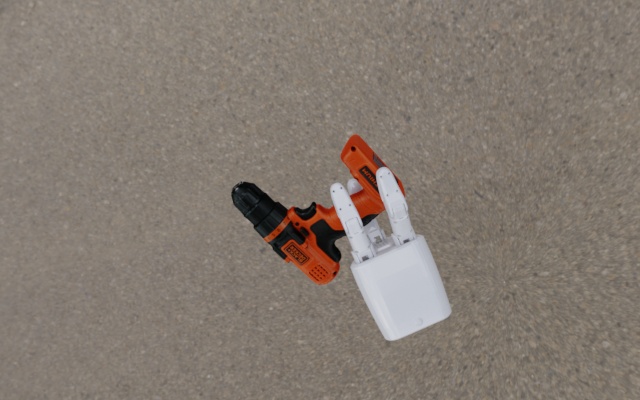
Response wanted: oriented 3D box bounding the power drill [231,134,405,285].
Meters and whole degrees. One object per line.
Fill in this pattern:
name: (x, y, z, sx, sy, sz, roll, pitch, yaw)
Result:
power drill: (0.001, 0.002, 0.624, 0.188, 0.184, 0.057, -40, 15, 22)
